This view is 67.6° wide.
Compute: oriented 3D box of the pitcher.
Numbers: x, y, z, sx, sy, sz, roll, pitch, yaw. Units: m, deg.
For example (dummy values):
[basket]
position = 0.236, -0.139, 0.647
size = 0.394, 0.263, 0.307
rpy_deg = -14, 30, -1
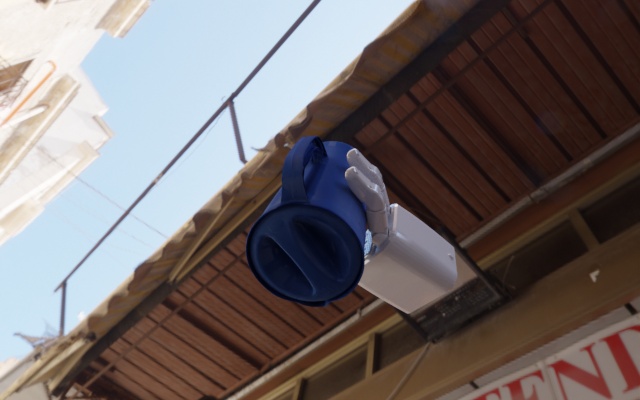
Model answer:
[pitcher]
position = 0.000, 0.002, 0.617
size = 0.145, 0.149, 0.242
rpy_deg = 35, 28, -8
